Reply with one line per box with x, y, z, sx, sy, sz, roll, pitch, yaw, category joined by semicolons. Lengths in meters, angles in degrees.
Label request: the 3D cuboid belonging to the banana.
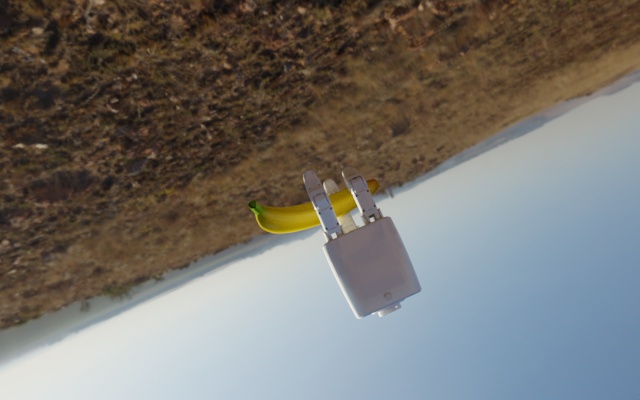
-0.008;0.012;0.677;0.198;0.037;0.070;-13;-25;-24;banana
